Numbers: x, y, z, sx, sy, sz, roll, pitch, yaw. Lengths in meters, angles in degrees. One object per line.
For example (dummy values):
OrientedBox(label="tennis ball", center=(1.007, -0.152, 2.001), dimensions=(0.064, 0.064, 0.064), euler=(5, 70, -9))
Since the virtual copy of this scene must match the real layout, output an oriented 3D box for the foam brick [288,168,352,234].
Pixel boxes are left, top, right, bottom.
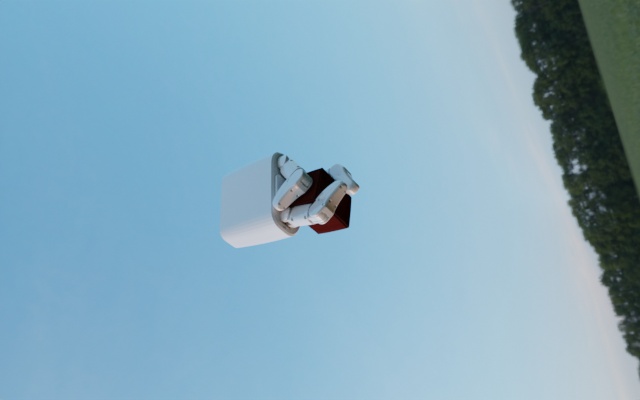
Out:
OrientedBox(label="foam brick", center=(0.000, 0.002, 0.652), dimensions=(0.051, 0.053, 0.078), euler=(-17, -43, 32))
